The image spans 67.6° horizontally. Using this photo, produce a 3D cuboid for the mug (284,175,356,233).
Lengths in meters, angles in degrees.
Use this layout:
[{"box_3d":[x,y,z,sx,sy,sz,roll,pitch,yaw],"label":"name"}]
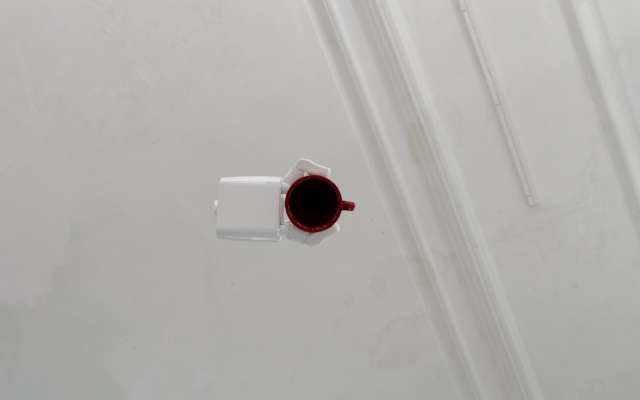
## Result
[{"box_3d":[0.002,0.003,0.799,0.117,0.093,0.081,4,5,-2],"label":"mug"}]
